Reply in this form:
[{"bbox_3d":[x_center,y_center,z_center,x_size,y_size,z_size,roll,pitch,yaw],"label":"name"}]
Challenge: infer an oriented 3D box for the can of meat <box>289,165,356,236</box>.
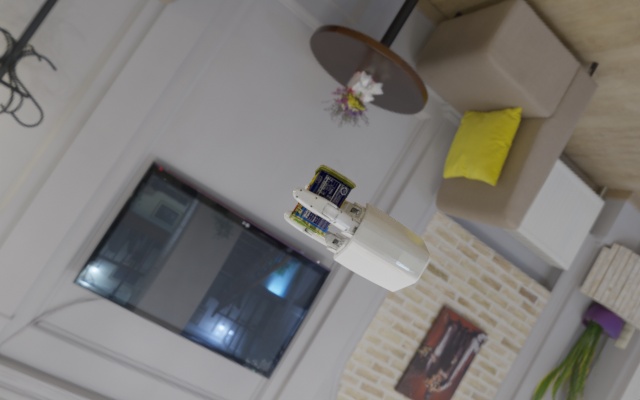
[{"bbox_3d":[0.000,0.002,0.684,0.057,0.084,0.102,31,-6,-5],"label":"can of meat"}]
